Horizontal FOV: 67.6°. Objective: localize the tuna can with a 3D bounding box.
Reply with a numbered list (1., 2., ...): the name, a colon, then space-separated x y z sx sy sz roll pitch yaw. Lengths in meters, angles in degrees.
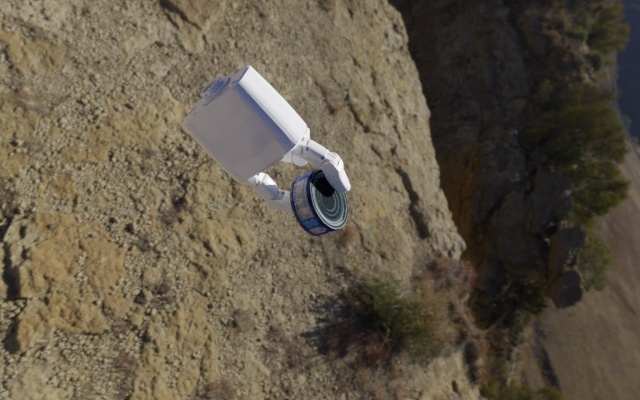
1. tuna can: 0.001 0.002 0.633 0.034 0.086 0.086 -19 -11 34
